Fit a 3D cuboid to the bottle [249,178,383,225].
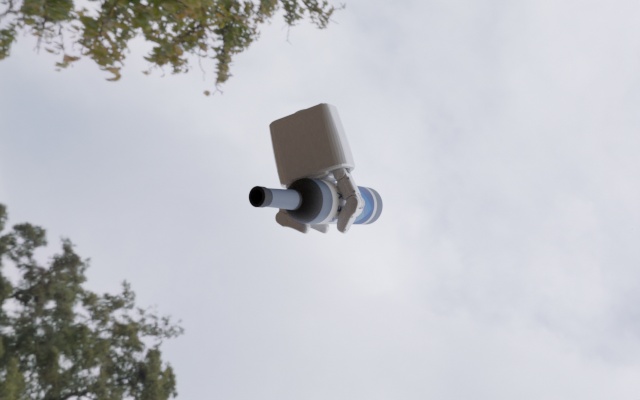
[{"bbox_3d":[0.000,0.002,0.719,0.069,0.069,0.296,0,-3,33],"label":"bottle"}]
